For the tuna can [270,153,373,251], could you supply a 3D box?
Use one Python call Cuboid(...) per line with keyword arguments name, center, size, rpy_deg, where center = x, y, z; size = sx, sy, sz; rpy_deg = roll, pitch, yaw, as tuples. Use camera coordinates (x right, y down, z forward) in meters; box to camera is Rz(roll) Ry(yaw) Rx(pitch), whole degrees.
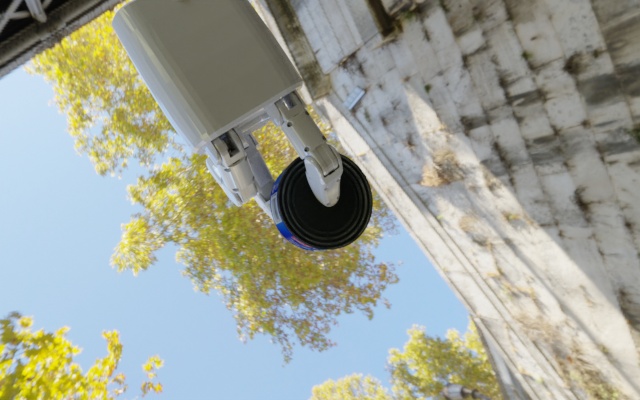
Cuboid(name="tuna can", center=(0.000, 0.002, 0.417), size=(0.086, 0.086, 0.034), rpy_deg=(0, -9, -20))
